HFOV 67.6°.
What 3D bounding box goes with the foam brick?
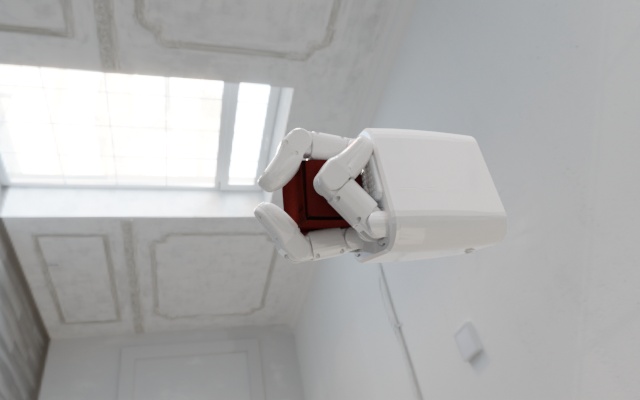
[{"bbox_3d":[0.000,0.001,0.422,0.051,0.053,0.078,-1,-15,-17],"label":"foam brick"}]
